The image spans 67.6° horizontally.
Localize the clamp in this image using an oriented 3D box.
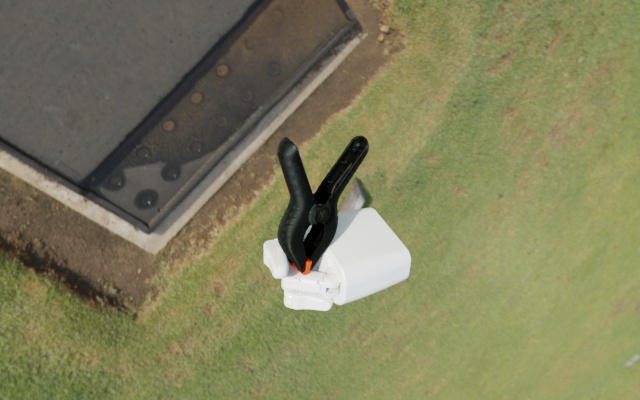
[{"bbox_3d":[0.000,0.002,0.539,0.120,0.172,0.039,-13,36,-31],"label":"clamp"}]
